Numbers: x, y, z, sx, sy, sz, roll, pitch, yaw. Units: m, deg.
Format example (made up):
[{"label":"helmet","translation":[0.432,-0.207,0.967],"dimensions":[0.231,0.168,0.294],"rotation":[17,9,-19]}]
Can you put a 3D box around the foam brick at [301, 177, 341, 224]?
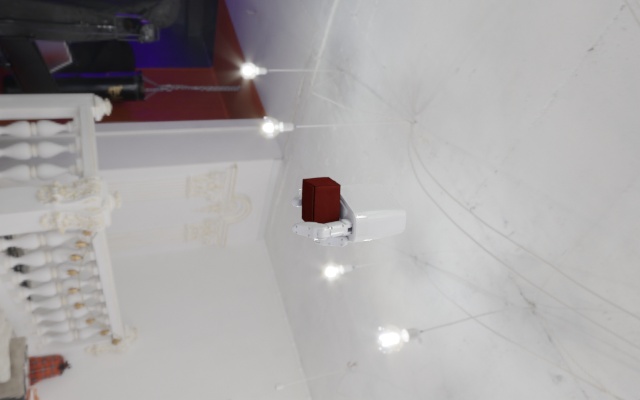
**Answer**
[{"label":"foam brick","translation":[0.000,0.002,0.825],"dimensions":[0.051,0.078,0.053],"rotation":[-7,21,-23]}]
